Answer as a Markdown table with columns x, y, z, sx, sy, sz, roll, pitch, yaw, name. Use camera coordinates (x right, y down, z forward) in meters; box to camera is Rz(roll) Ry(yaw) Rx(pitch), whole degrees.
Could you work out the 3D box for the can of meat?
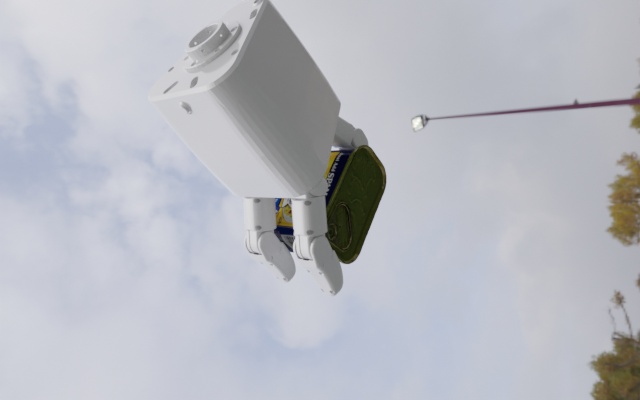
| x | y | z | sx | sy | sz | roll | pitch | yaw | name |
| --- | --- | --- | --- | --- | --- | --- | --- | --- | --- |
| 0.000 | 0.001 | 0.431 | 0.084 | 0.102 | 0.057 | 2 | -32 | 40 | can of meat |
